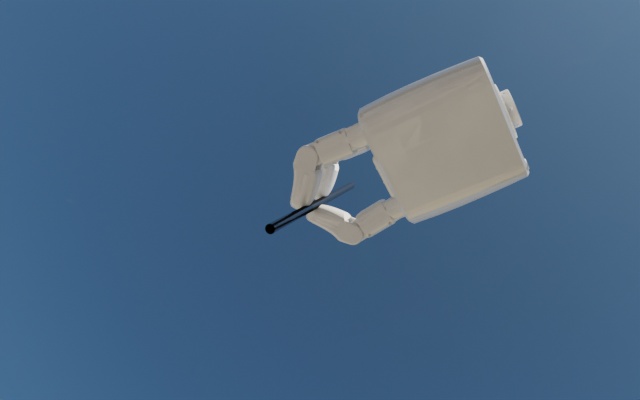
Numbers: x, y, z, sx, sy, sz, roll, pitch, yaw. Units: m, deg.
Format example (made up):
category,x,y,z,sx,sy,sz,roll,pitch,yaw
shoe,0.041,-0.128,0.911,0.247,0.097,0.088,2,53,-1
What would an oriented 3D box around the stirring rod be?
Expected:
category,x,y,z,sx,sy,sz,roll,pitch,yaw
stirring rod,0.000,0.002,0.466,0.011,0.011,0.239,0,9,18
